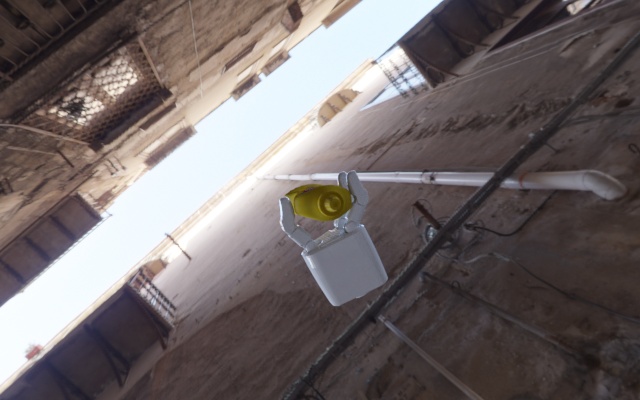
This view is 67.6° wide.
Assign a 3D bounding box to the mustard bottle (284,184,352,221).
[{"bbox_3d":[0.000,0.002,0.806,0.096,0.058,0.191,-6,4,-13],"label":"mustard bottle"}]
